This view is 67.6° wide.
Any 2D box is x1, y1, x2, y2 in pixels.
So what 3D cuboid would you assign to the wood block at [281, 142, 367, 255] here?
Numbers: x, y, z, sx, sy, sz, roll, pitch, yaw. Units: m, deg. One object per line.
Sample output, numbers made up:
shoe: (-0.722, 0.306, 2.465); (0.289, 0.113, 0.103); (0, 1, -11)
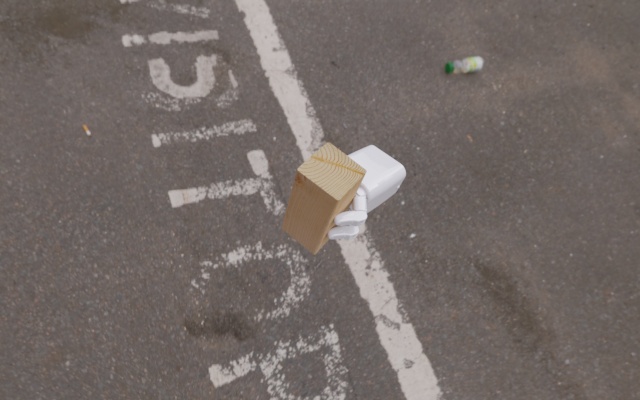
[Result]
wood block: (0.000, 0.002, 0.890); (0.090, 0.091, 0.206); (-45, -14, -32)
